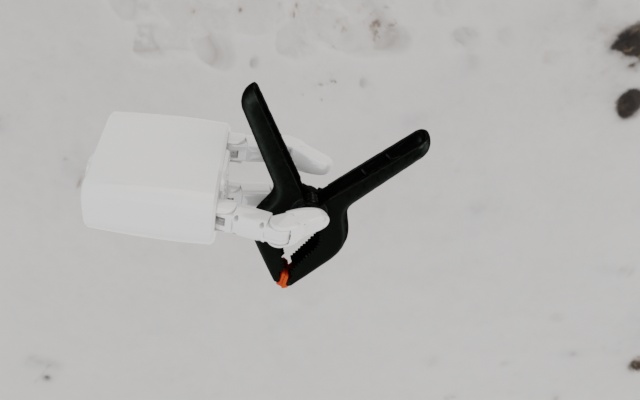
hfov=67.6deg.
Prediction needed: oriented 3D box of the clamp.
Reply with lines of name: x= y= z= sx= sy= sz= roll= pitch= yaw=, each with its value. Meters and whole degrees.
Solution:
clamp: x=0.000 y=0.002 z=0.447 sx=0.164 sy=0.210 sz=0.036 roll=8 pitch=35 yaw=-7
